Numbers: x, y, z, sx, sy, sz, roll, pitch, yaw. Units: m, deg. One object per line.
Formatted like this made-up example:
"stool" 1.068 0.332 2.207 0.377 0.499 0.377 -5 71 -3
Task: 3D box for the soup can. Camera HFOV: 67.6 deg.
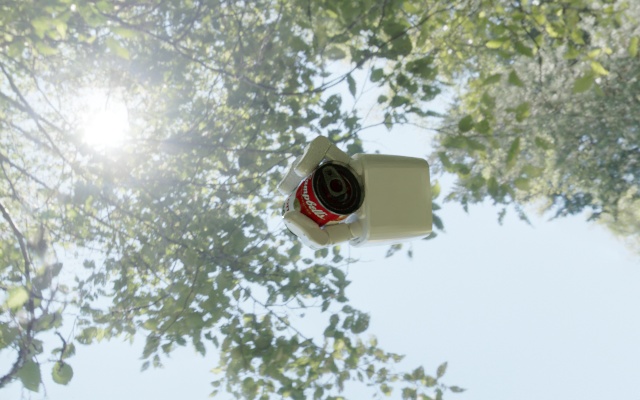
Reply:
"soup can" 0.000 0.002 0.588 0.068 0.068 0.102 0 -20 -27
